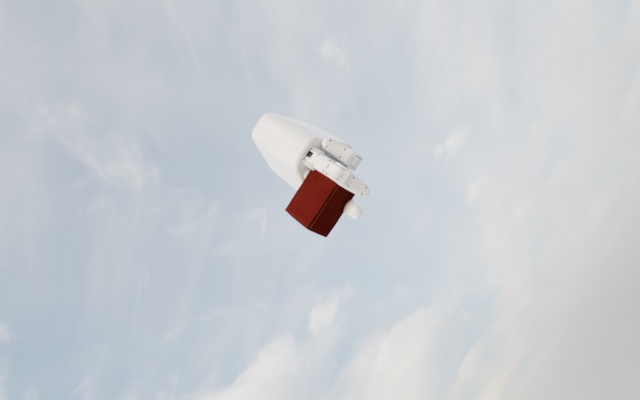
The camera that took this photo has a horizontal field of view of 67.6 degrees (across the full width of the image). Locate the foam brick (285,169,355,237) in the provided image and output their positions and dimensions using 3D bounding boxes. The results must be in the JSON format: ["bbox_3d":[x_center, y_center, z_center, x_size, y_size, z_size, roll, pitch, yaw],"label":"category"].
[{"bbox_3d":[0.000,0.002,0.656,0.051,0.078,0.053,34,1,33],"label":"foam brick"}]
